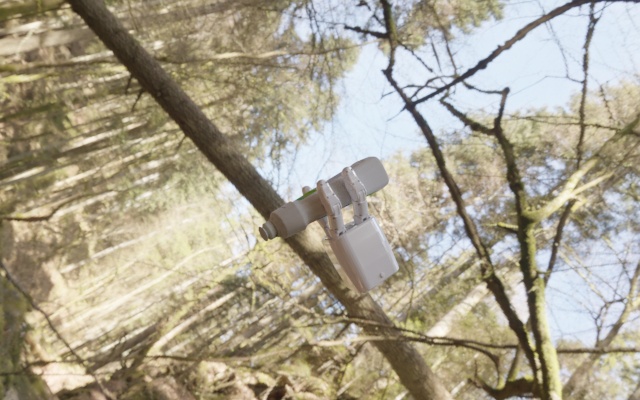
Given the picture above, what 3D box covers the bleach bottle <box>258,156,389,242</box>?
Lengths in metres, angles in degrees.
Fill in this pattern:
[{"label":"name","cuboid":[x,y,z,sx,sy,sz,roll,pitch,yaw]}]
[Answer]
[{"label":"bleach bottle","cuboid":[0.000,0.003,0.845,0.251,0.068,0.102,-29,3,-27]}]
